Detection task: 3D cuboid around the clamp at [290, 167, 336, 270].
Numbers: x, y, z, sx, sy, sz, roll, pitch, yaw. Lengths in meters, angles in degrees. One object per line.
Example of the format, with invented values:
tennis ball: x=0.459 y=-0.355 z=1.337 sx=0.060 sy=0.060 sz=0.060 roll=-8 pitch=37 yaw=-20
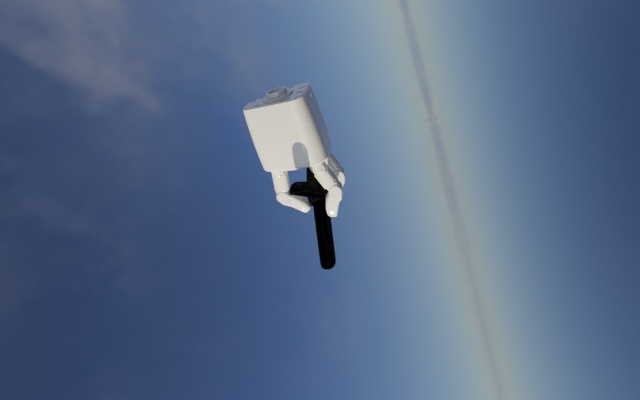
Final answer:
clamp: x=-0.001 y=0.002 z=0.804 sx=0.036 sy=0.165 sz=0.210 roll=-12 pitch=26 yaw=14
